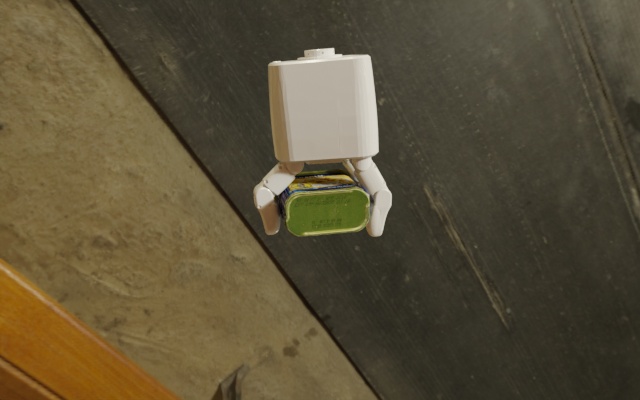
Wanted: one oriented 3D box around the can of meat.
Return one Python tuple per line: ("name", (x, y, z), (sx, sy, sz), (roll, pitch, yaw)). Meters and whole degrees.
("can of meat", (0.000, 0.002, 0.562), (0.102, 0.057, 0.084), (-5, 17, -11))
